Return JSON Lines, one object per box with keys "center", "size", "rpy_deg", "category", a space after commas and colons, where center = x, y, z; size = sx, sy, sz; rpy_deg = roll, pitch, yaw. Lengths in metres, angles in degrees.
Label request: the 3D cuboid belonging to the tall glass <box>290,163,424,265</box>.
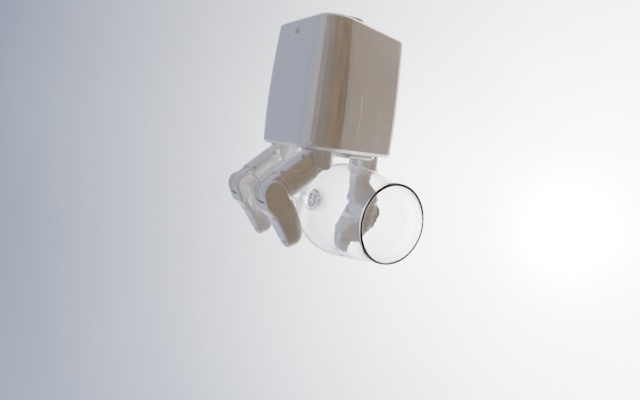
{"center": [0.000, 0.001, 0.431], "size": [0.079, 0.079, 0.201], "rpy_deg": [0, 10, -33], "category": "tall glass"}
